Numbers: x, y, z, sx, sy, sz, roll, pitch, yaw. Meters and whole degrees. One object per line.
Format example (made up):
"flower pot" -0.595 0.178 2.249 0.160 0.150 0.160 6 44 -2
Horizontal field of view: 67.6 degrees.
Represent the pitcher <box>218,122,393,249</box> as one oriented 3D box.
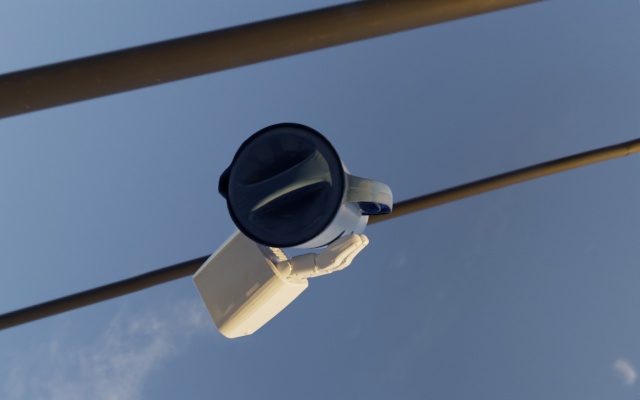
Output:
"pitcher" 0.000 0.002 0.601 0.145 0.149 0.243 -43 -17 5
